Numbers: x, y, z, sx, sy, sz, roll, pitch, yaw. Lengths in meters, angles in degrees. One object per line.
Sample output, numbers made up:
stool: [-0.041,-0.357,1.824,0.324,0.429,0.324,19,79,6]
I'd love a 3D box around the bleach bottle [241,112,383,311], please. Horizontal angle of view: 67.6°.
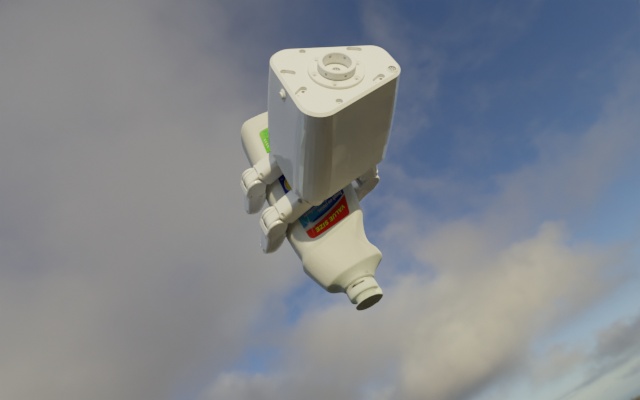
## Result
bleach bottle: [0.000,0.002,0.517,0.102,0.250,0.068,-20,-34,-16]
